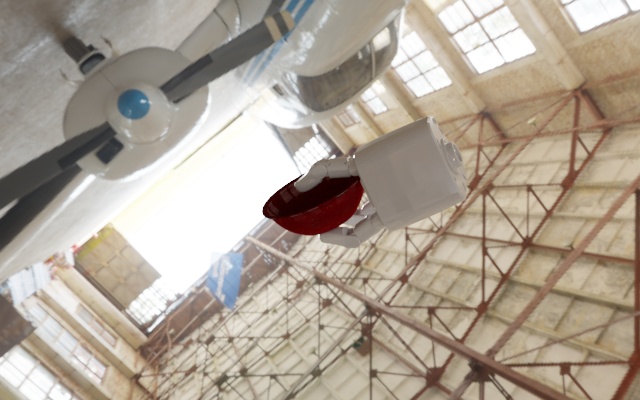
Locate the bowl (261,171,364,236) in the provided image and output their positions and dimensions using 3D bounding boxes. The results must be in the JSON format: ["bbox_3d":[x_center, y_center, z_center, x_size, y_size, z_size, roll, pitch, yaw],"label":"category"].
[{"bbox_3d":[-0.001,0.003,0.676,0.162,0.055,0.162,-22,20,9],"label":"bowl"}]
